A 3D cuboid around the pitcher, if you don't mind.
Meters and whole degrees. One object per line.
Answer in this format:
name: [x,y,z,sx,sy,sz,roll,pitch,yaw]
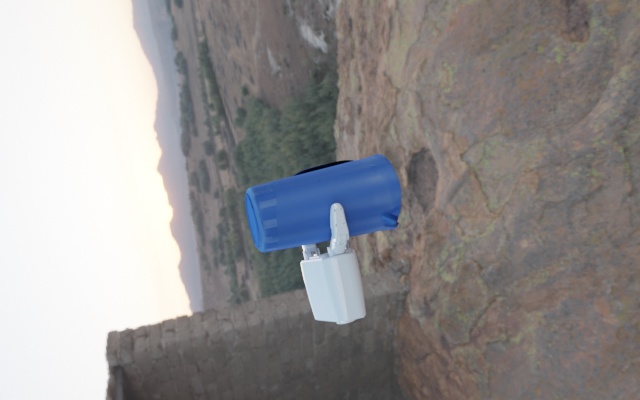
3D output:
pitcher: [0.000,0.003,0.804,0.243,0.145,0.149,-12,-5,-16]
